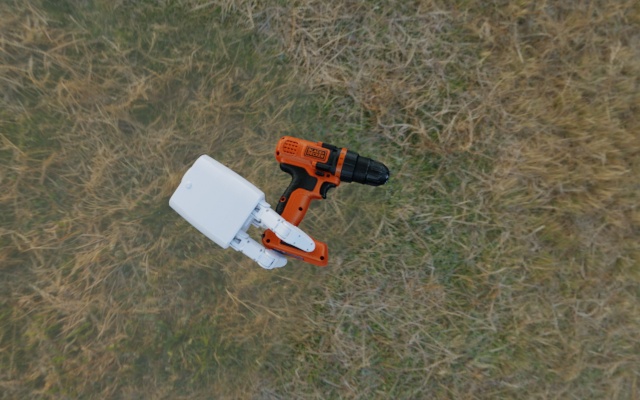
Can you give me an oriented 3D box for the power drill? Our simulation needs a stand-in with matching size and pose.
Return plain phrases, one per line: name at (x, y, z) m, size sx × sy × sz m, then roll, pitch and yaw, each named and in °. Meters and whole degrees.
power drill at (0.000, 0.003, 0.739) m, size 0.184 × 0.187 × 0.057 m, roll 15°, pitch -16°, yaw 8°
